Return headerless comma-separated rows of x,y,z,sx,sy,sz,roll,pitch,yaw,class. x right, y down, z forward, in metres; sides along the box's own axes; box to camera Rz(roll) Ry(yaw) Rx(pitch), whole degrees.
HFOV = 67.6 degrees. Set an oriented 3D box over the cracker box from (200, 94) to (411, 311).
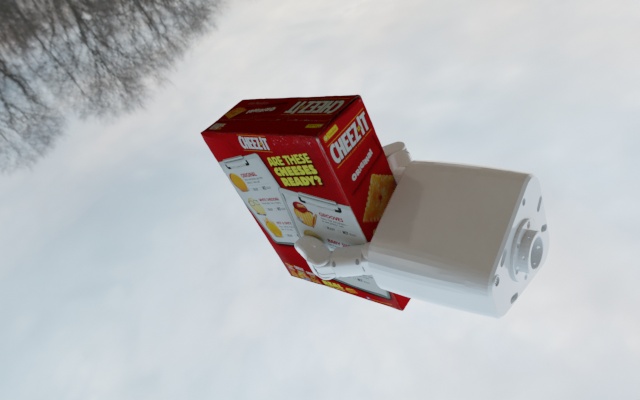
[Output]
0.000,0.002,0.481,0.164,0.214,0.072,9,47,43,cracker box
